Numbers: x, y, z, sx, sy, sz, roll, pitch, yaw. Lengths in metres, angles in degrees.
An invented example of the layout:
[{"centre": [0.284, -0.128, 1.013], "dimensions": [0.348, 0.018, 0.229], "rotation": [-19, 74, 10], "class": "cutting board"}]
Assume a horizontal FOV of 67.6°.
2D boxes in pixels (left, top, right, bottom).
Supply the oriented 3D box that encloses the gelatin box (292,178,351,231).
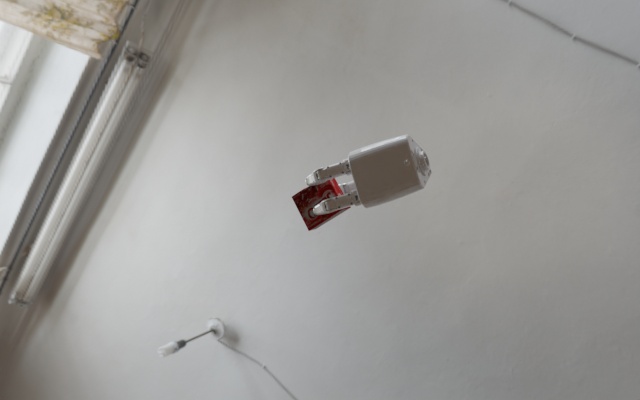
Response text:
[{"centre": [0.000, 0.003, 0.870], "dimensions": [0.089, 0.073, 0.030], "rotation": [-33, -12, 28], "class": "gelatin box"}]
